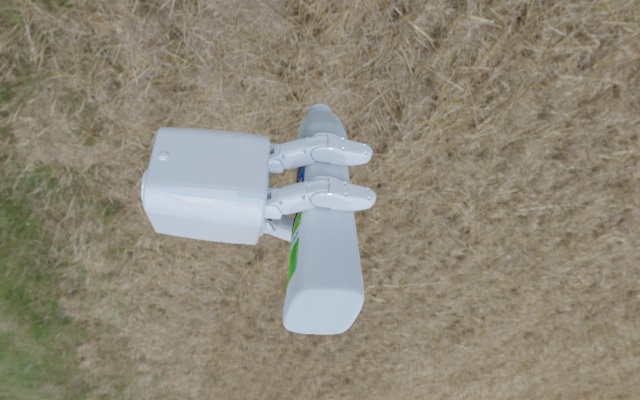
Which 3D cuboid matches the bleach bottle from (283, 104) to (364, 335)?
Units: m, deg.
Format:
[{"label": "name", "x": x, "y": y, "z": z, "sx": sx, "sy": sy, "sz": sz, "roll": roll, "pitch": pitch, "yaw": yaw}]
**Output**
[{"label": "bleach bottle", "x": 0.000, "y": 0.002, "z": 0.500, "sx": 0.068, "sy": 0.250, "sz": 0.103, "roll": 5, "pitch": -37, "yaw": -9}]
